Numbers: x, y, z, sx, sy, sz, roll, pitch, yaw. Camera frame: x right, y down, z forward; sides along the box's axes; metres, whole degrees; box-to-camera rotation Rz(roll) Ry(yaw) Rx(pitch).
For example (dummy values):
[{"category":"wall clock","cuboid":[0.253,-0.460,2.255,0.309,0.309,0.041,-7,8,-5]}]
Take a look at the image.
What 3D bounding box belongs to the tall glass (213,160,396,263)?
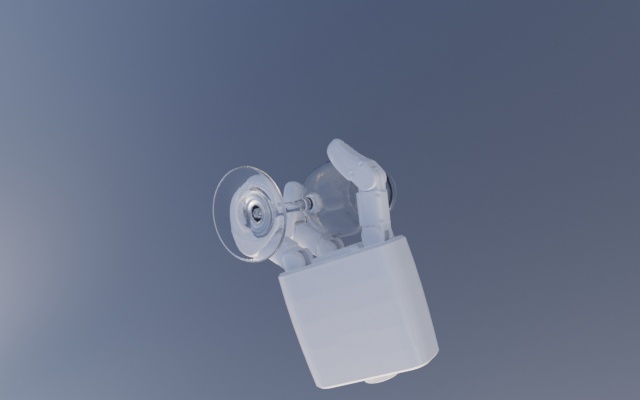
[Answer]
[{"category":"tall glass","cuboid":[0.000,0.001,0.443,0.079,0.079,0.201,0,6,34]}]
